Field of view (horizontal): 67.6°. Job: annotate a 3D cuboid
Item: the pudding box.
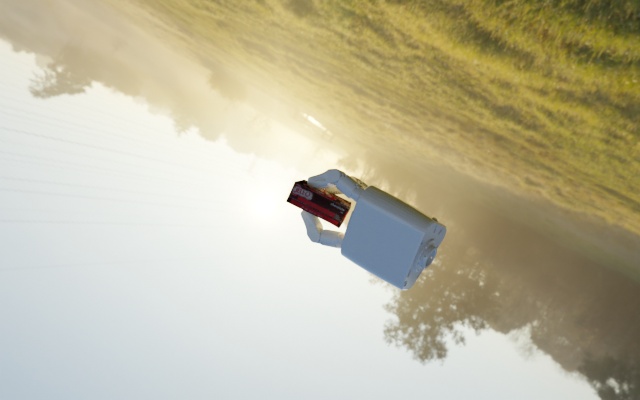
[{"bbox_3d":[0.000,0.003,0.740,0.090,0.039,0.113,27,4,2],"label":"pudding box"}]
